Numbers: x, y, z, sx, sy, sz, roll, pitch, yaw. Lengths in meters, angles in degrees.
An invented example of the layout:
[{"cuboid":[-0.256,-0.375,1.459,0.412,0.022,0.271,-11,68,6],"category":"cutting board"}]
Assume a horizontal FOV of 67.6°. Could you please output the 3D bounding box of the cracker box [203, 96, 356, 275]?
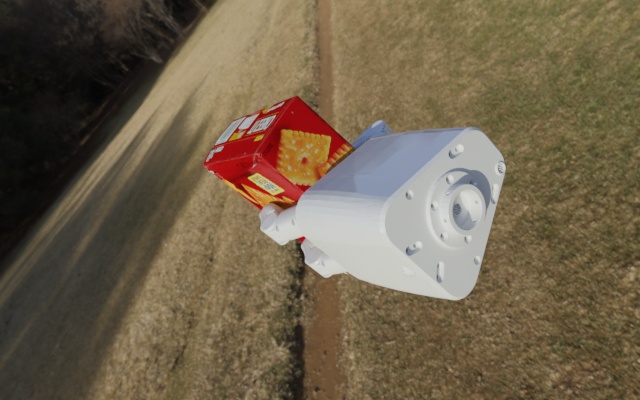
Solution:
[{"cuboid":[0.000,0.001,0.483,0.214,0.072,0.164,41,-18,-24],"category":"cracker box"}]
